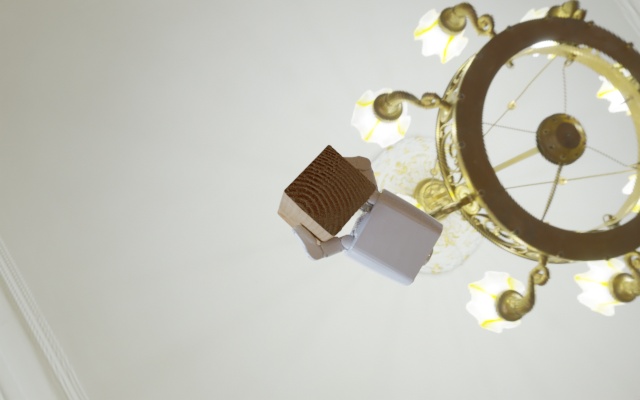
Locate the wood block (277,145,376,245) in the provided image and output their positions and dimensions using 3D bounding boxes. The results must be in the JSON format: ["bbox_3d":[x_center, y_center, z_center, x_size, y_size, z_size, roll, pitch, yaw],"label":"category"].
[{"bbox_3d":[0.000,0.003,0.715,0.090,0.091,0.206,42,-12,1],"label":"wood block"}]
